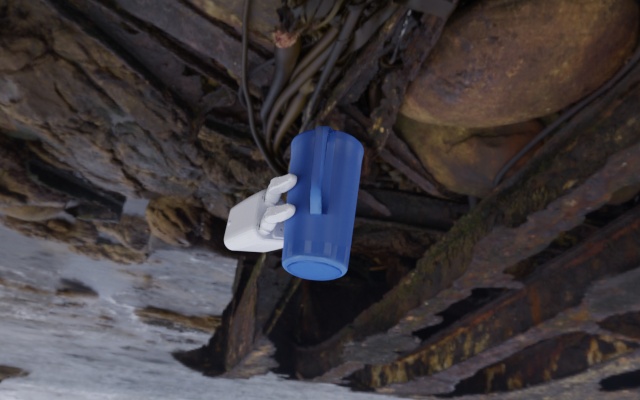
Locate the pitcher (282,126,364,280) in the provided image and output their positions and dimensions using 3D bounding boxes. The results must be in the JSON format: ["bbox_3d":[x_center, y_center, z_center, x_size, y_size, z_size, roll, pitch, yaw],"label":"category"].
[{"bbox_3d":[0.000,0.003,0.816,0.149,0.242,0.145,27,-33,-35],"label":"pitcher"}]
